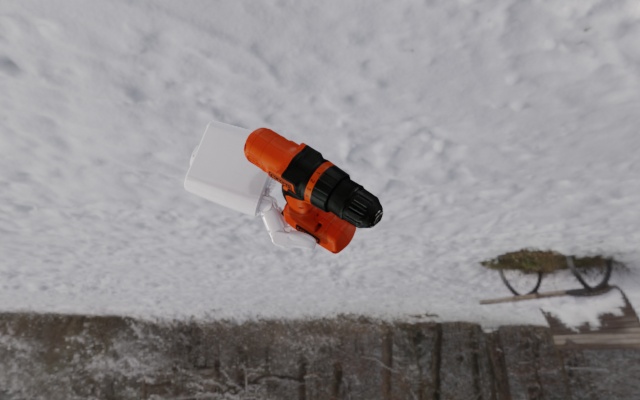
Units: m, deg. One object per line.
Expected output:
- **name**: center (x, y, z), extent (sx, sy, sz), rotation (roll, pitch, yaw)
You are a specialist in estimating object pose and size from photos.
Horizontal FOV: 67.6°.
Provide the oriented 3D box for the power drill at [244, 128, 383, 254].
- **power drill**: center (0.000, 0.002, 0.598), extent (0.184, 0.057, 0.188), rotation (34, -17, 21)
